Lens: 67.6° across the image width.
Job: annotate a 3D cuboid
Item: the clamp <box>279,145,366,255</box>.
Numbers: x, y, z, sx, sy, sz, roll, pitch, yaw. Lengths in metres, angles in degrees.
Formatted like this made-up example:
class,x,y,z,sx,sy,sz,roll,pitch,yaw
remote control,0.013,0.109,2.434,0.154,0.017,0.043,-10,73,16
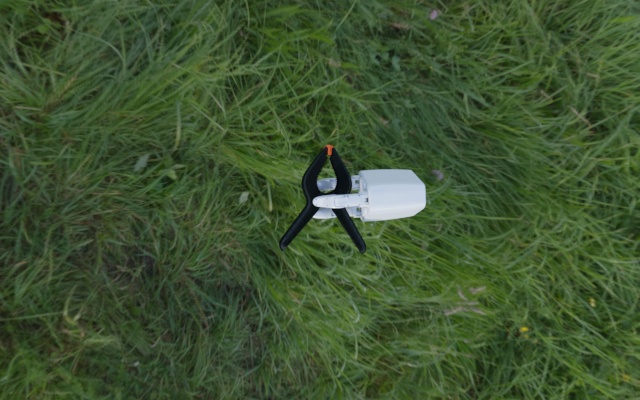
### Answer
class,x,y,z,sx,sy,sz,roll,pitch,yaw
clamp,0.000,0.002,0.890,0.164,0.210,0.036,-4,5,-7
